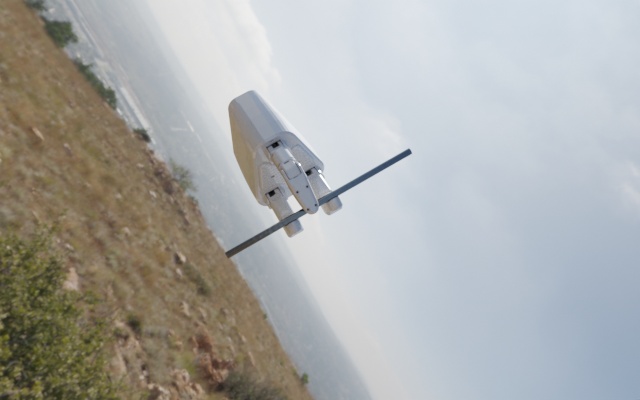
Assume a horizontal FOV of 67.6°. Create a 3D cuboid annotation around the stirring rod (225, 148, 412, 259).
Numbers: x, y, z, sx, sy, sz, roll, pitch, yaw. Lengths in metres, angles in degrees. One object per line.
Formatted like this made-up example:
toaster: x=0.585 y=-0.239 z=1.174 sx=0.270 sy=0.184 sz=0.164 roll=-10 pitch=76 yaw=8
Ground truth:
stirring rod: x=0.000 y=0.002 z=0.541 sx=0.239 sy=0.011 sz=0.011 roll=-30 pitch=3 yaw=-6
